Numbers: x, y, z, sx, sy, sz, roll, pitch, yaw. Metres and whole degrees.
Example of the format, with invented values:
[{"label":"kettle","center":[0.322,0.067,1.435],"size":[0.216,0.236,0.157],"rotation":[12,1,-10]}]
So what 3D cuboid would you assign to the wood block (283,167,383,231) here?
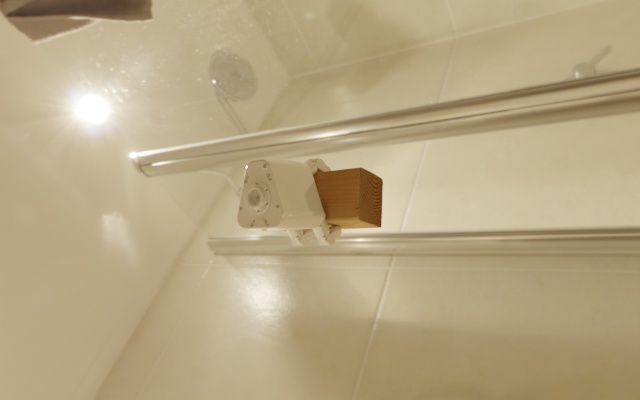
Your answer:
[{"label":"wood block","center":[0.000,0.002,0.860],"size":[0.206,0.091,0.090],"rotation":[-4,-13,32]}]
